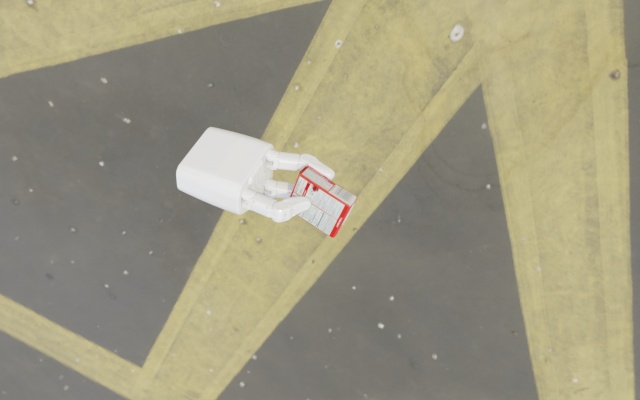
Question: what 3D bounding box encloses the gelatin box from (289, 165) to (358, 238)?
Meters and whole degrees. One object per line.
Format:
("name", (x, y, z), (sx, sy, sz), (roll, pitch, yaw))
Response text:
("gelatin box", (0.000, 0.003, 0.693), (0.089, 0.073, 0.030), (33, 43, 9))
